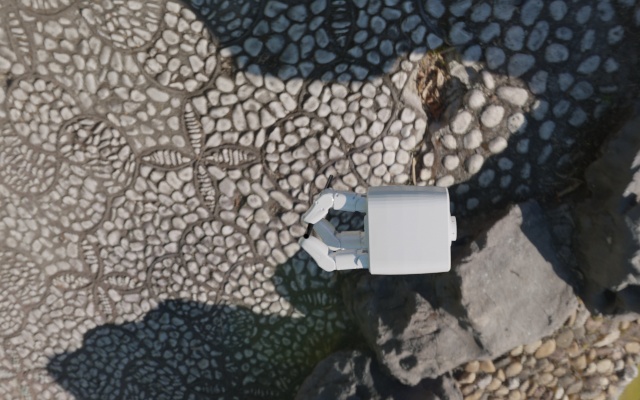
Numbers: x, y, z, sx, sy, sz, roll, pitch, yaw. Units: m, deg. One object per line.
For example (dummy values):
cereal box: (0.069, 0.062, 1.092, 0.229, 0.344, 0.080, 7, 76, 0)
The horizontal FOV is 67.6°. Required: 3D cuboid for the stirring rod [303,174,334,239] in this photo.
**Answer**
stirring rod: (0.000, 0.002, 0.740, 0.011, 0.011, 0.239, 0, 22, 10)
